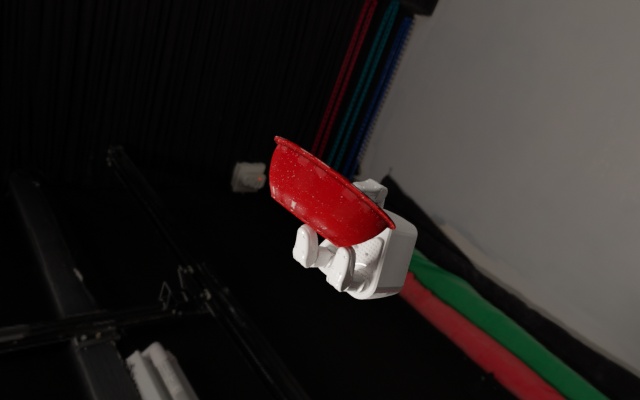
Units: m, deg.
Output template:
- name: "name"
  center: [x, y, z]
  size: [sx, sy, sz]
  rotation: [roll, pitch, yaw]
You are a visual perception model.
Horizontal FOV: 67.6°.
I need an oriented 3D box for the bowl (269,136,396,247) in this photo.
- name: "bowl"
  center: [-0.001, 0.001, 0.512]
  size: [0.162, 0.055, 0.162]
  rotation: [37, -4, 3]
